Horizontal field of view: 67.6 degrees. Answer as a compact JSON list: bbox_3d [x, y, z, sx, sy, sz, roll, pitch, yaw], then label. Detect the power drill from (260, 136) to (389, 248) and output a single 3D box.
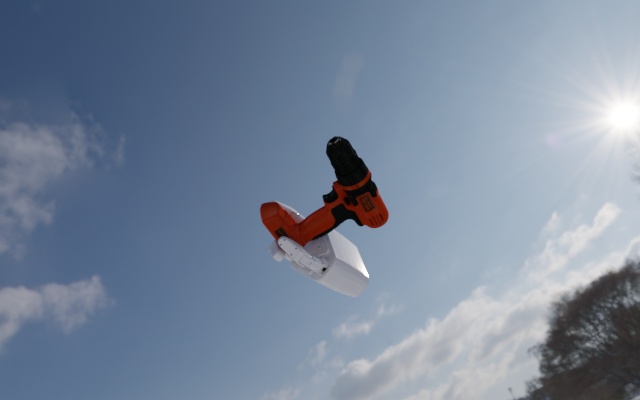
[{"bbox_3d":[0.000,0.003,0.773,0.187,0.184,0.057,-25,34,11],"label":"power drill"}]
